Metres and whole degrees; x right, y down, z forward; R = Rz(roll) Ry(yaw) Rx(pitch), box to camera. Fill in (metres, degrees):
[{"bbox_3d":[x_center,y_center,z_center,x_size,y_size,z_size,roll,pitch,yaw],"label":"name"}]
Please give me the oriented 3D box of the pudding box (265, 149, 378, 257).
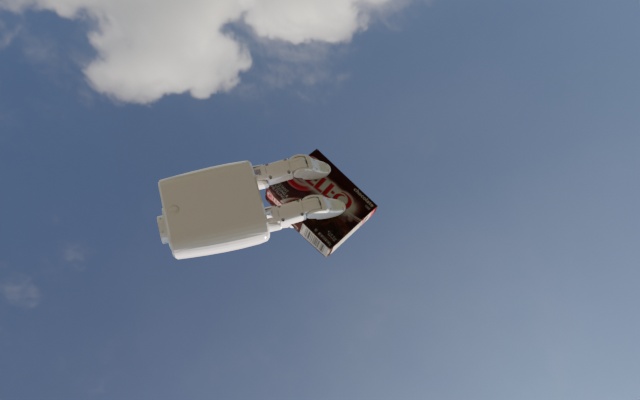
[{"bbox_3d":[0.000,0.002,0.601,0.090,0.113,0.039,-41,-11,-26],"label":"pudding box"}]
